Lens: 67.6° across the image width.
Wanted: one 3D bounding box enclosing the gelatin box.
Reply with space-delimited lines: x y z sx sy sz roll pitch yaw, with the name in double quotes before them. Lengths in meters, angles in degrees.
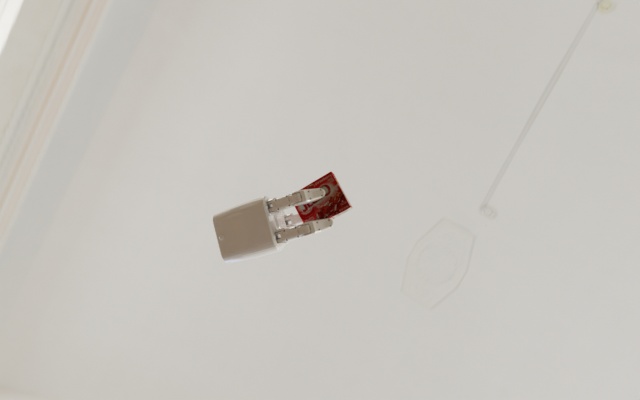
"gelatin box" 0.001 0.003 0.840 0.089 0.073 0.030 -29 -10 7
